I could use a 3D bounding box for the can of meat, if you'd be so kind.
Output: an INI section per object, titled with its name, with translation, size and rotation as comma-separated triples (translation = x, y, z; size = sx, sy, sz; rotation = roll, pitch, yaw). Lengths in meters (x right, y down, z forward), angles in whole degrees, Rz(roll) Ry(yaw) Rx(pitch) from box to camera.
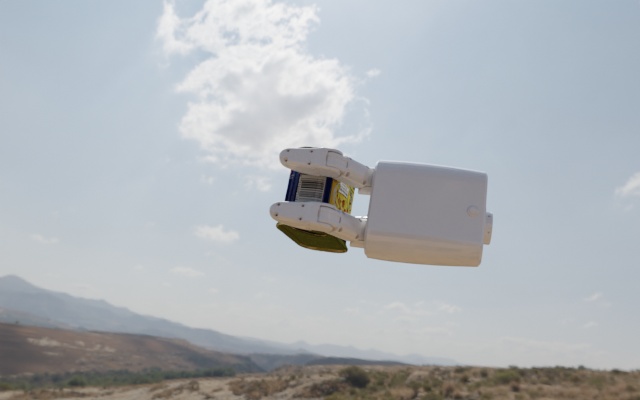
[can of meat]
translation = 0.000, 0.001, 0.501
size = 0.057, 0.084, 0.102
rotation = 5, -18, 19
